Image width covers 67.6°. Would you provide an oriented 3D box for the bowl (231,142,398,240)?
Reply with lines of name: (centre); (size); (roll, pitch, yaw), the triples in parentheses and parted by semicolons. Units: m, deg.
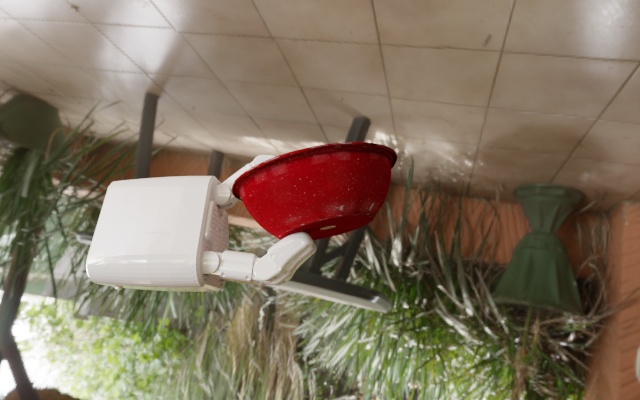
bowl: (0.001, 0.002, 0.453); (0.162, 0.055, 0.162); (-12, -14, -3)
